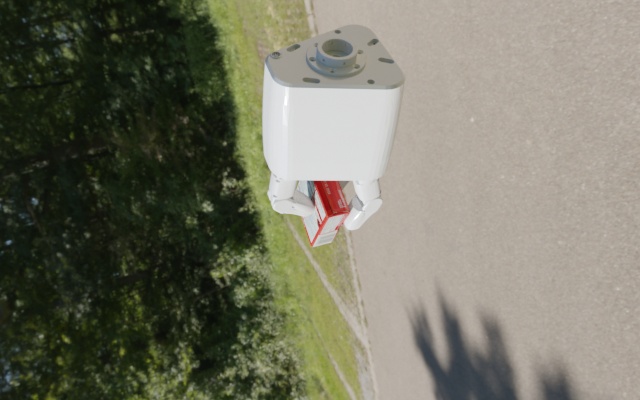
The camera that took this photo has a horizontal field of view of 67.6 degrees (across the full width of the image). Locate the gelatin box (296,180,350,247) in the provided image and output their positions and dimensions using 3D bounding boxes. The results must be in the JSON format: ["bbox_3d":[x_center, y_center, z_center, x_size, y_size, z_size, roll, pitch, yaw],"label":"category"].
[{"bbox_3d":[0.000,0.002,0.542,0.030,0.073,0.089,-11,-24,-19],"label":"gelatin box"}]
